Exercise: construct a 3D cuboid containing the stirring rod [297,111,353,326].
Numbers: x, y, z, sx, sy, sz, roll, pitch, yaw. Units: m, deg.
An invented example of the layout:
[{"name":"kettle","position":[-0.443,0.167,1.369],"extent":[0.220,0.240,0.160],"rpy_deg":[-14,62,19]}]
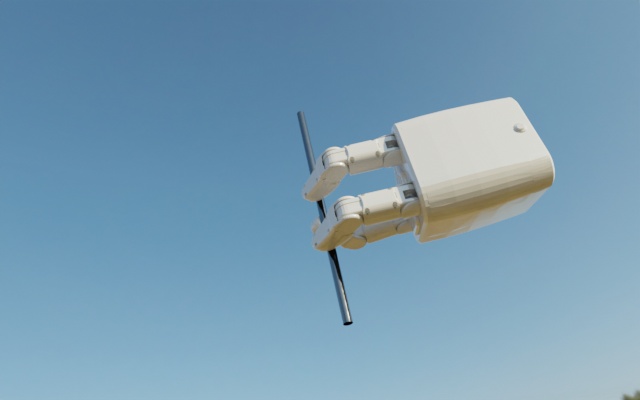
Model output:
[{"name":"stirring rod","position":[0.000,0.002,0.444],"extent":[0.011,0.239,0.011],"rpy_deg":[-8,-36,-6]}]
